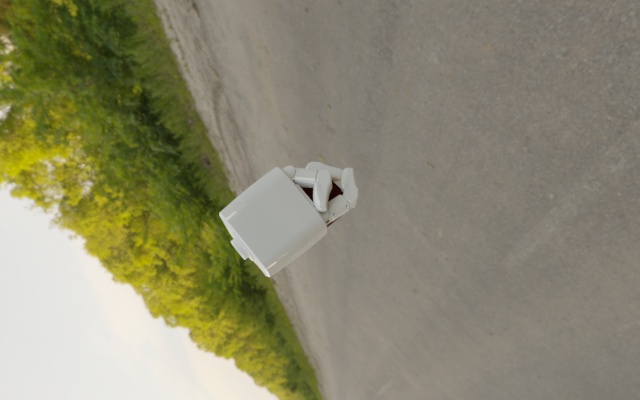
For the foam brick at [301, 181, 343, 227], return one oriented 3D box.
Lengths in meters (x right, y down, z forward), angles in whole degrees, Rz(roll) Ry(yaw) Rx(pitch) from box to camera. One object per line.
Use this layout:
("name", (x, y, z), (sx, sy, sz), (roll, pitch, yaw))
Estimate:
("foam brick", (0.000, 0.003, 0.727), (0.051, 0.053, 0.078), (-39, -22, -15))
